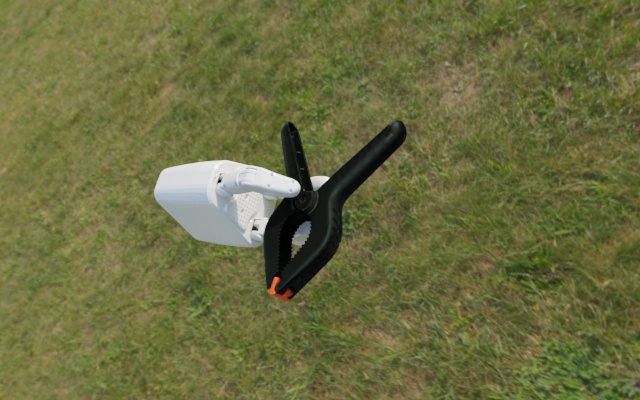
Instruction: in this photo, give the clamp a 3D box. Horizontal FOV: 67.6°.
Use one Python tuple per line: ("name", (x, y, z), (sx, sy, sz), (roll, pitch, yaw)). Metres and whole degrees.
("clamp", (-0.001, 0.002, 0.497), (0.164, 0.210, 0.036), (-1, -25, 38))
